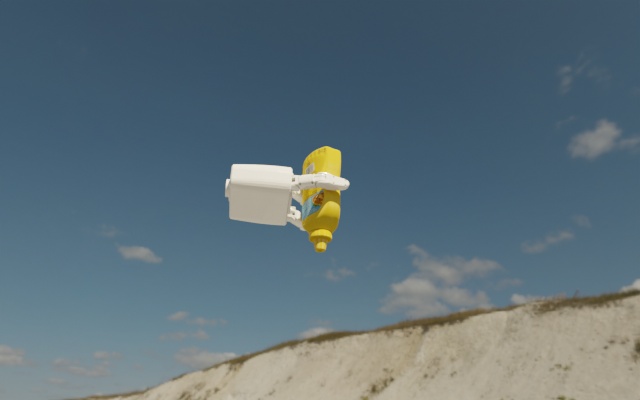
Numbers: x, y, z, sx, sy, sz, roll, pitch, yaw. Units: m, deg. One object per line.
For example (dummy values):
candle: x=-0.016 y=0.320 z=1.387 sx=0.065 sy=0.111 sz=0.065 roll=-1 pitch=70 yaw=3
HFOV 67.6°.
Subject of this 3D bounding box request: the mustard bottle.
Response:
mustard bottle: x=0.000 y=0.003 z=0.880 sx=0.058 sy=0.191 sz=0.096 roll=17 pitch=-31 yaw=-28
